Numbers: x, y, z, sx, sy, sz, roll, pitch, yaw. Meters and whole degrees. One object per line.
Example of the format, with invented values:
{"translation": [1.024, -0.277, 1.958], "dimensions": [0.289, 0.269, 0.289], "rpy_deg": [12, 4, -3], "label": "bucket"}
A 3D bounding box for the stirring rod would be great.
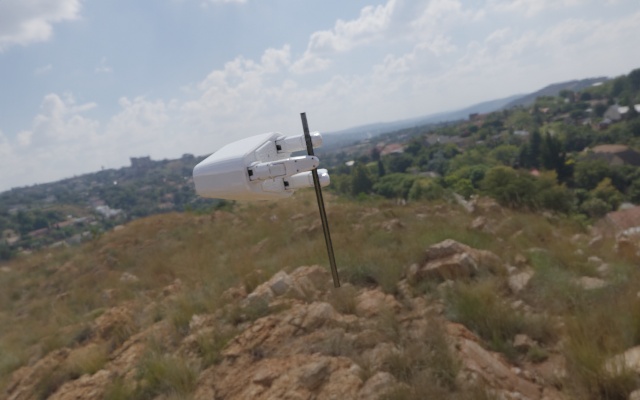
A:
{"translation": [0.000, 0.002, 0.640], "dimensions": [0.011, 0.239, 0.011], "rpy_deg": [-11, 8, 2], "label": "stirring rod"}
